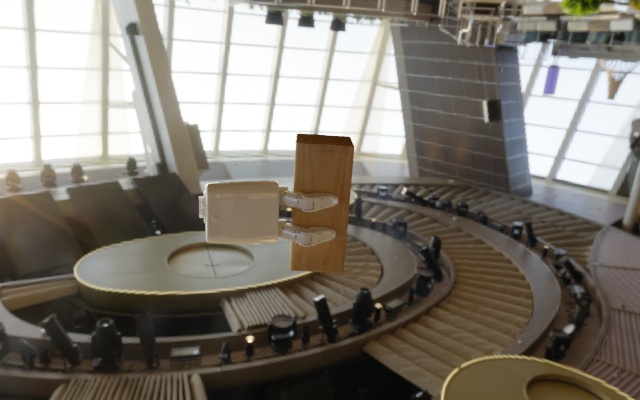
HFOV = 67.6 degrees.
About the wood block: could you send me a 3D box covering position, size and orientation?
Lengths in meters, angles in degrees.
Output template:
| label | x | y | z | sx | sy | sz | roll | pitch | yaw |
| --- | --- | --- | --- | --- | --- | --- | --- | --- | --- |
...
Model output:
| label | x | y | z | sx | sy | sz | roll | pitch | yaw |
| --- | --- | --- | --- | --- | --- | --- | --- | --- | --- |
| wood block | 0.000 | 0.003 | 0.771 | 0.090 | 0.206 | 0.090 | 3 | 18 | -3 |
